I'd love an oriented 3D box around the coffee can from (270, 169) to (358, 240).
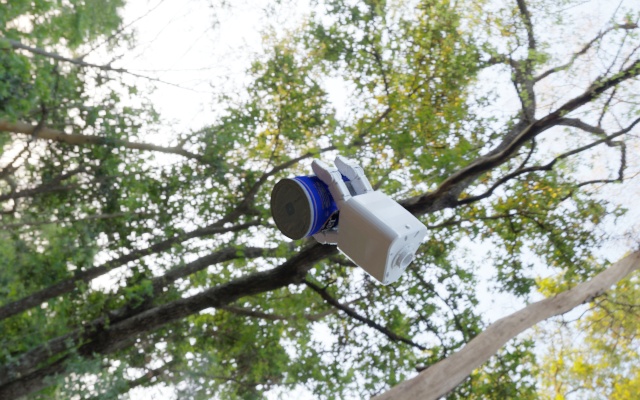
[{"bbox_3d":[0.000,0.003,0.816,0.140,0.103,0.103,-13,9,-42],"label":"coffee can"}]
